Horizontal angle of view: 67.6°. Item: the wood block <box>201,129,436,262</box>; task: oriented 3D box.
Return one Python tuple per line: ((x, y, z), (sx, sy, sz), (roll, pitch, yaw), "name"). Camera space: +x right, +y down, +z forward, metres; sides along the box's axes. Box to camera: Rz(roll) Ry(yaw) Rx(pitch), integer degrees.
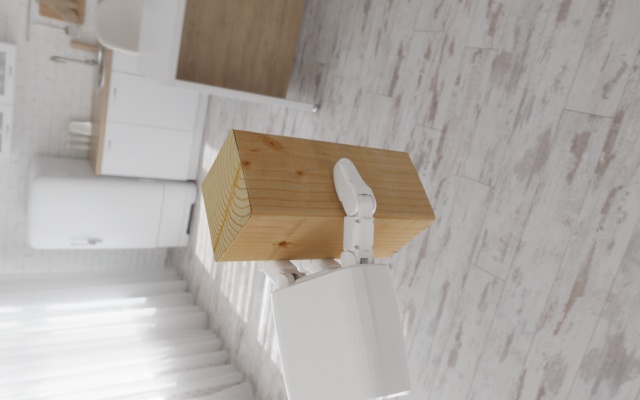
((0.000, 0.002, 0.479), (0.206, 0.090, 0.091), (3, -34, -33), "wood block")
